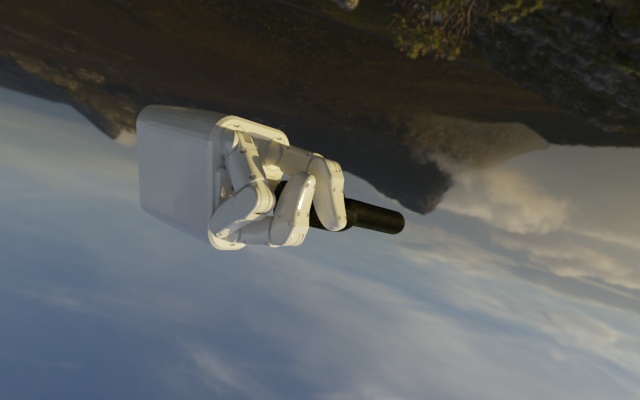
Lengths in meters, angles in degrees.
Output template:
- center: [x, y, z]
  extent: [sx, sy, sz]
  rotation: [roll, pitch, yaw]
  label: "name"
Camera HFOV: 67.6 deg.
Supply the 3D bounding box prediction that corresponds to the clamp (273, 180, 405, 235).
- center: [0.000, 0.002, 0.471]
  extent: [0.120, 0.039, 0.171]
  rotation: [18, 4, 34]
  label: "clamp"
